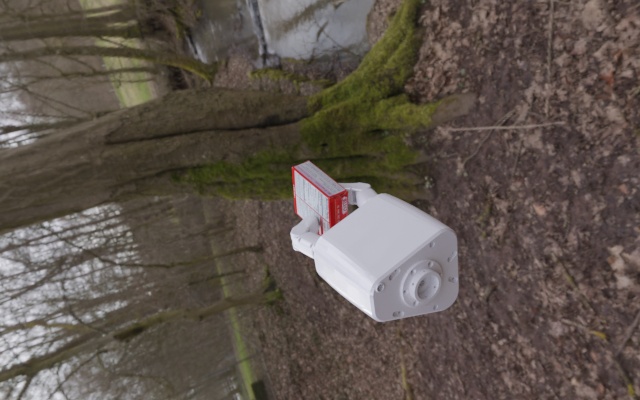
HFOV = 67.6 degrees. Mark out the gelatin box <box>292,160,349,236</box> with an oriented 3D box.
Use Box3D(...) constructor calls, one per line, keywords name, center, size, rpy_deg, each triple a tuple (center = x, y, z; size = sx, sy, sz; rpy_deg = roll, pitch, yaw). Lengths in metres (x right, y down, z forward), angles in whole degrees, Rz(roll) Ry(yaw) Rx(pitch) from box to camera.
Box3D(name="gelatin box", center=(0.000, 0.002, 0.600), size=(0.030, 0.073, 0.089), rpy_deg=(-23, 41, -26))
